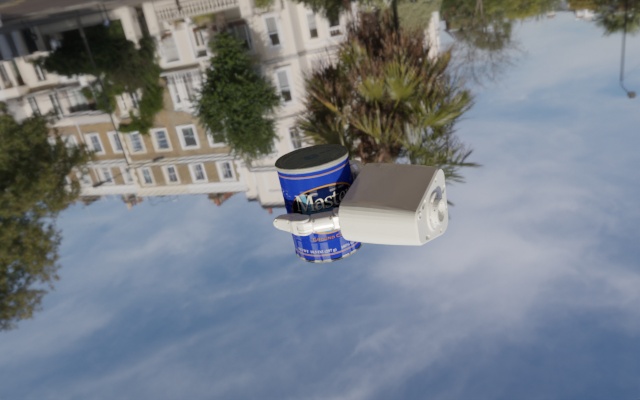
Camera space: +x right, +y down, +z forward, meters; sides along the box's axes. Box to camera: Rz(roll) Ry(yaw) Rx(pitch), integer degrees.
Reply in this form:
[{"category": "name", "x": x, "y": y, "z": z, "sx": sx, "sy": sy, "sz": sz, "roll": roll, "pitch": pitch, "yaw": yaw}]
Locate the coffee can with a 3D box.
[{"category": "coffee can", "x": 0.000, "y": 0.002, "z": 0.678, "sx": 0.103, "sy": 0.140, "sz": 0.102, "roll": -10, "pitch": 22, "yaw": 4}]
